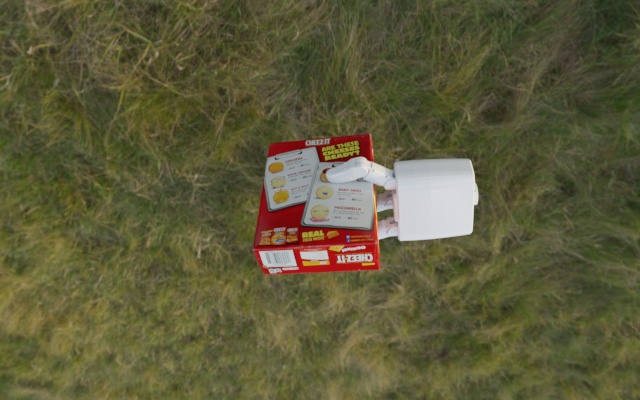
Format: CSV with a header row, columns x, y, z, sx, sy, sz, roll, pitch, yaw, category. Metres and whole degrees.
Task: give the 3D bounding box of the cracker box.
x,y,z,sx,sy,sz,roll,pitch,yaw,category
0.000,0.002,0.698,0.164,0.213,0.072,-4,-43,7,cracker box
